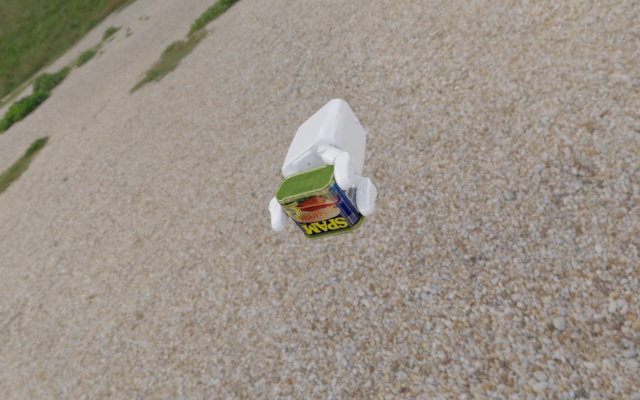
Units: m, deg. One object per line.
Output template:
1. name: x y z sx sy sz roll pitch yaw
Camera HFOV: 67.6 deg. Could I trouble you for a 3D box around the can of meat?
1. can of meat: 0.000 0.002 0.659 0.102 0.057 0.084 -14 -50 32
